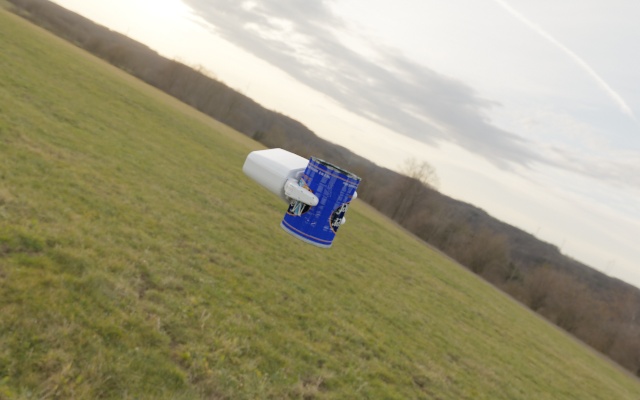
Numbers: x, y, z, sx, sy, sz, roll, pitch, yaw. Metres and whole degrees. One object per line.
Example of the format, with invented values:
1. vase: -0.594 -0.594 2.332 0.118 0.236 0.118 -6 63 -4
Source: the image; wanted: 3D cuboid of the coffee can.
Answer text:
1. coffee can: 0.000 0.003 0.879 0.103 0.140 0.103 24 8 -3
